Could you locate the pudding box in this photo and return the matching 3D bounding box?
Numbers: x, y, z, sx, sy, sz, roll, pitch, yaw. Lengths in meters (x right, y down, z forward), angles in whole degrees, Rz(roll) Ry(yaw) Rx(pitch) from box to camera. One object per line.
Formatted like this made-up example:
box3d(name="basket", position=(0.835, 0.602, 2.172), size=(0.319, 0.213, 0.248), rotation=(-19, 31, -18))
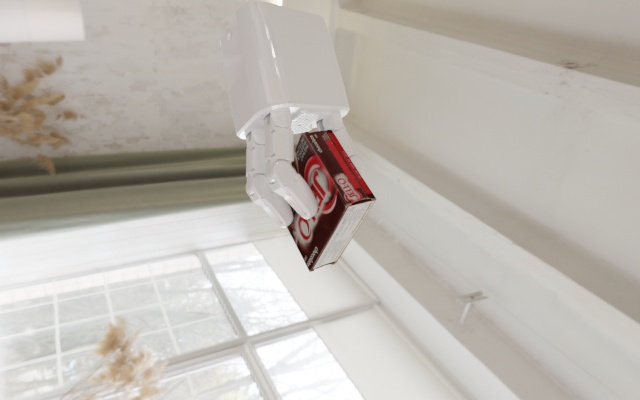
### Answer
box3d(name="pudding box", position=(0.000, 0.001, 0.467), size=(0.039, 0.090, 0.114), rotation=(-12, -33, -28))
